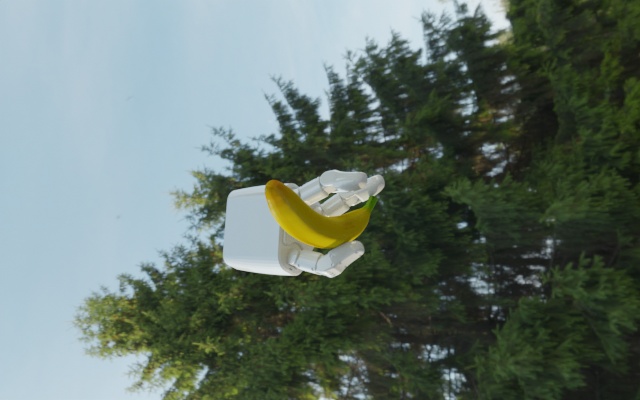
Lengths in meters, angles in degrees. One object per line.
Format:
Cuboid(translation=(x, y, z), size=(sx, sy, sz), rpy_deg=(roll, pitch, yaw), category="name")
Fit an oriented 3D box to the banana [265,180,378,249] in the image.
Cuboid(translation=(0.001, 0.021, 0.548), size=(0.037, 0.069, 0.198), rpy_deg=(2, -3, 36), category="banana")
